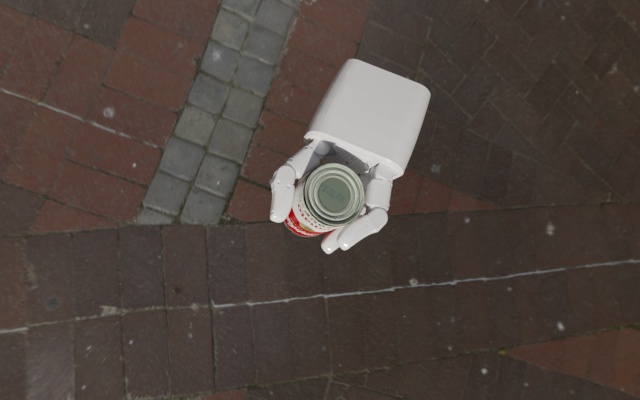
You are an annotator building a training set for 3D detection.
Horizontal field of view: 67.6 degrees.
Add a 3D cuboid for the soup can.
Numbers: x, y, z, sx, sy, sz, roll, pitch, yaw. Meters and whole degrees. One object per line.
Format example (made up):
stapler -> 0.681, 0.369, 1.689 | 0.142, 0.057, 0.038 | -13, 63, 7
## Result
soup can -> 0.000, 0.002, 0.523 | 0.068, 0.068, 0.102 | 0, -9, -18
